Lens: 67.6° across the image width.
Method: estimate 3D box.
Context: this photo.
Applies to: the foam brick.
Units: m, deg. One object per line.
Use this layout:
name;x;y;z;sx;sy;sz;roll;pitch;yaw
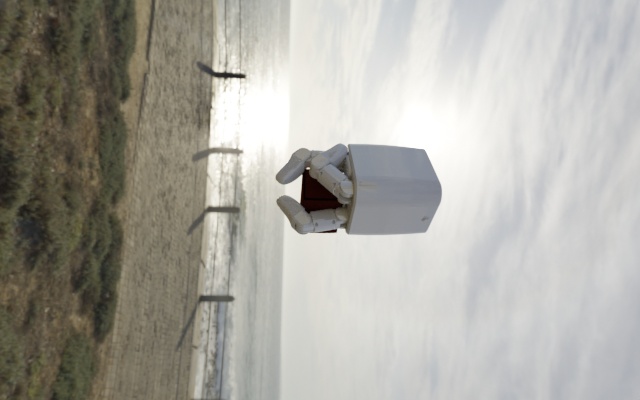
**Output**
foam brick;0.000;0.002;0.635;0.051;0.053;0.078;1;-36;-5
